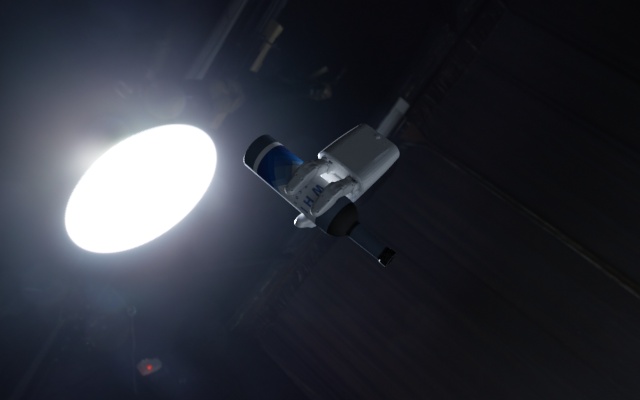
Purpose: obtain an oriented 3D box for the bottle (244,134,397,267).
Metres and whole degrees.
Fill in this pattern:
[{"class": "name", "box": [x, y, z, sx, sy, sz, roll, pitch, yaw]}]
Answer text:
[{"class": "bottle", "box": [0.000, 0.002, 0.772, 0.295, 0.069, 0.069, 39, 15, 19]}]
